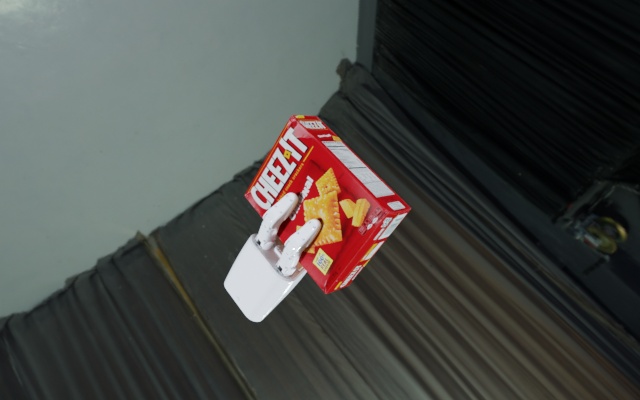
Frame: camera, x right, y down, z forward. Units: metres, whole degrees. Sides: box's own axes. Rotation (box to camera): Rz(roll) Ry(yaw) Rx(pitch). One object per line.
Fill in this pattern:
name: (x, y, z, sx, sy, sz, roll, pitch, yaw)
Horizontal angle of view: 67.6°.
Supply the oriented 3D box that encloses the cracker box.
cracker box: (0.000, 0.002, 0.708, 0.213, 0.164, 0.072, 47, 29, 23)
